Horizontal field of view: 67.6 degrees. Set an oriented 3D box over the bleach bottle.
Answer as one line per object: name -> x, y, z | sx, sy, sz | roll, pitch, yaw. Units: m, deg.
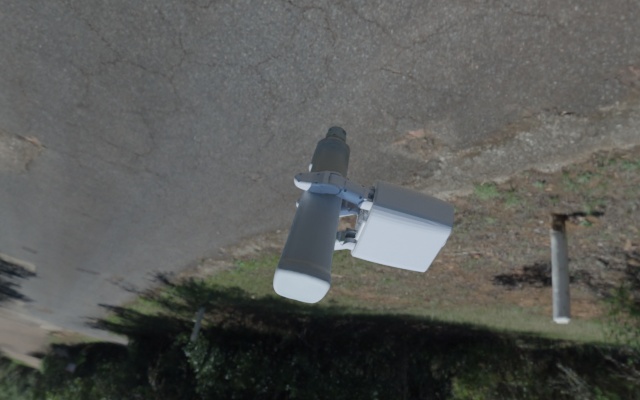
bleach bottle -> 0.000, 0.002, 0.639 | 0.068, 0.250, 0.103 | 15, -29, -3
